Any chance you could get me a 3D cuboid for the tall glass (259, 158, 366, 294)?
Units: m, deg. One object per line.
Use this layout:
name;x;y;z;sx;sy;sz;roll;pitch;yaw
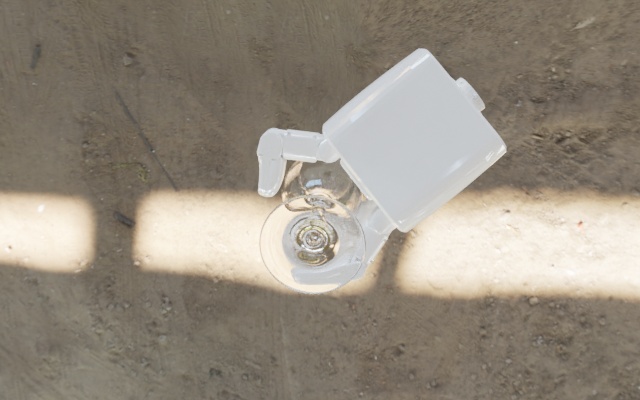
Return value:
tall glass;0.000;0.002;0.423;0.079;0.079;0.201;0;18;3
